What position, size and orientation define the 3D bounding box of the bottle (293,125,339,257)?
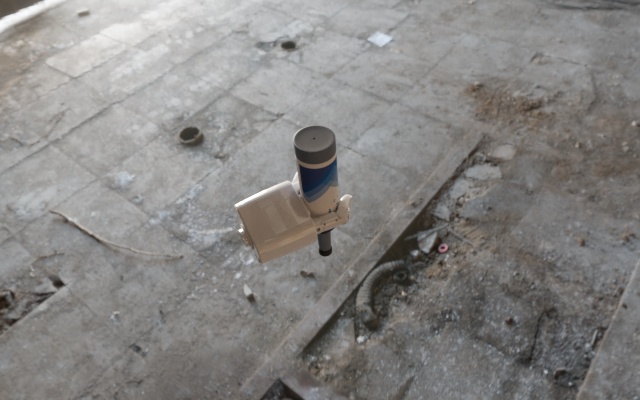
[{"bbox_3d":[0.000,0.003,0.848,0.069,0.069,0.296,0,-42,5],"label":"bottle"}]
